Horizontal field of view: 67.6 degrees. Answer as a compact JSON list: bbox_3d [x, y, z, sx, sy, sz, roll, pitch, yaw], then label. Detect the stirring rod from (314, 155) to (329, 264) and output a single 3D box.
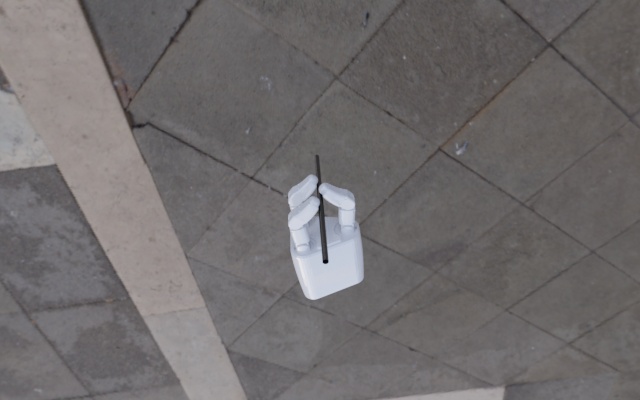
[{"bbox_3d":[0.000,0.002,0.686,0.011,0.011,0.239,0,38,-4],"label":"stirring rod"}]
